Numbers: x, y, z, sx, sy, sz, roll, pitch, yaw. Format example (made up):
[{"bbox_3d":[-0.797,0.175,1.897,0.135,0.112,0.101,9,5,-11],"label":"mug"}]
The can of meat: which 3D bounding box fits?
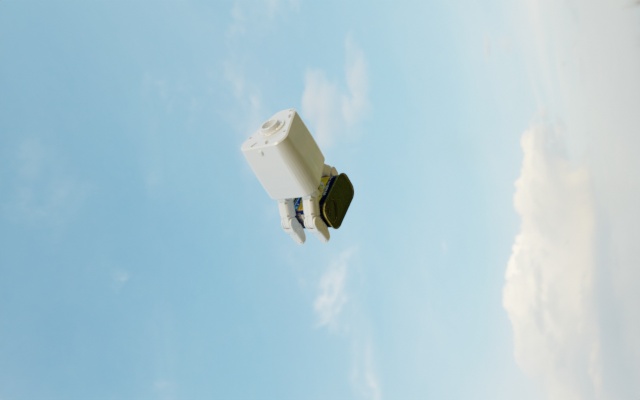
[{"bbox_3d":[0.000,0.003,0.838,0.084,0.102,0.057,-5,-46,35],"label":"can of meat"}]
